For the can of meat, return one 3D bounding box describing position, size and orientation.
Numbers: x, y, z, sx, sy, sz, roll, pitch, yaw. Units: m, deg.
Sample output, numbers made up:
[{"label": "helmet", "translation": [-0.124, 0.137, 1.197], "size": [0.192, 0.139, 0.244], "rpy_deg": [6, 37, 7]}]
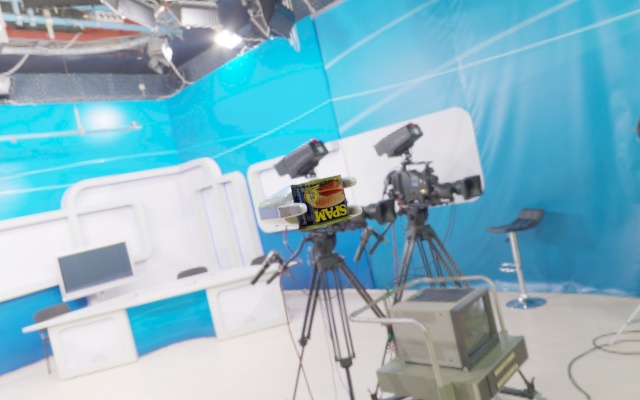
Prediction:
[{"label": "can of meat", "translation": [0.000, 0.003, 0.867], "size": [0.102, 0.084, 0.057], "rpy_deg": [-14, 3, -32]}]
